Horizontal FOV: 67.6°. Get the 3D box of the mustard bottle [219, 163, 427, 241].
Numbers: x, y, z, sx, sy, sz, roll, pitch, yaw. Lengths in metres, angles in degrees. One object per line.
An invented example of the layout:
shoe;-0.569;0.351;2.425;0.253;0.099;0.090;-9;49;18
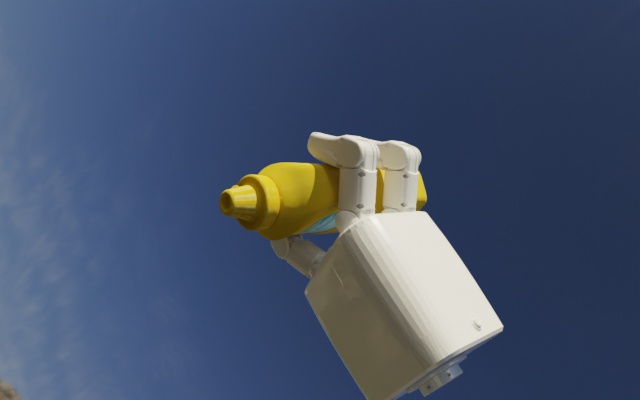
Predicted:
mustard bottle;0.000;0.001;0.400;0.096;0.058;0.191;-21;-13;42
